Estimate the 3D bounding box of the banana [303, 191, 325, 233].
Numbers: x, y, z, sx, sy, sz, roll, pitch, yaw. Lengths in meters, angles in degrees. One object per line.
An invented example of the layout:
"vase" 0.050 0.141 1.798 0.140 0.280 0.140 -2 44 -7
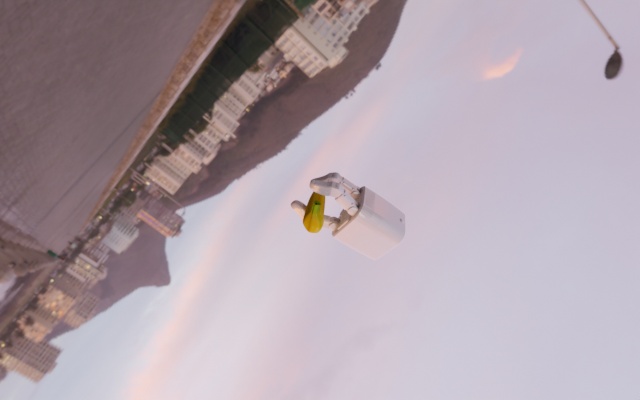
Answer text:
"banana" -0.008 0.020 0.888 0.037 0.069 0.197 24 9 -5
